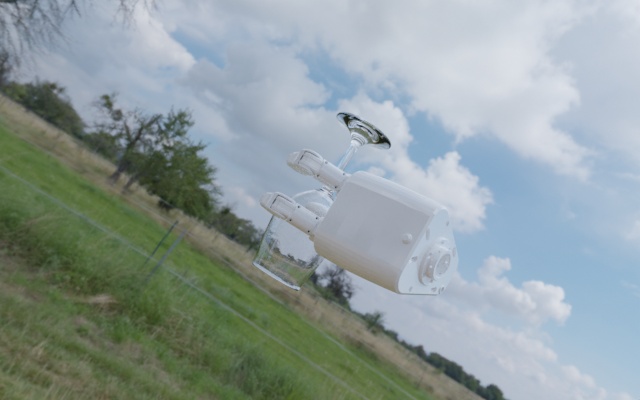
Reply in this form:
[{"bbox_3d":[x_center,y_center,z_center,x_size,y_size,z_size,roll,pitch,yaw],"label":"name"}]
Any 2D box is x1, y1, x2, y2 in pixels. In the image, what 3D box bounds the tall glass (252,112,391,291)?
[{"bbox_3d":[0.000,0.001,0.549,0.079,0.201,0.079,31,-8,5],"label":"tall glass"}]
